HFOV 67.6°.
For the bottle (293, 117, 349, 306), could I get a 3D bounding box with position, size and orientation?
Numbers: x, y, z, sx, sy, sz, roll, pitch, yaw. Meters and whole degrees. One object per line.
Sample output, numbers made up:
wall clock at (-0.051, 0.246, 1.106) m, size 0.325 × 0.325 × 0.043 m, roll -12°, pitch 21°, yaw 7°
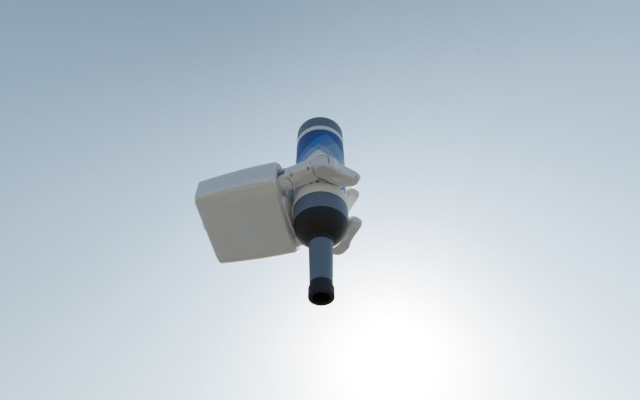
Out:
bottle at (0.000, 0.002, 0.591) m, size 0.069 × 0.069 × 0.295 m, roll 0°, pitch 41°, yaw 0°
